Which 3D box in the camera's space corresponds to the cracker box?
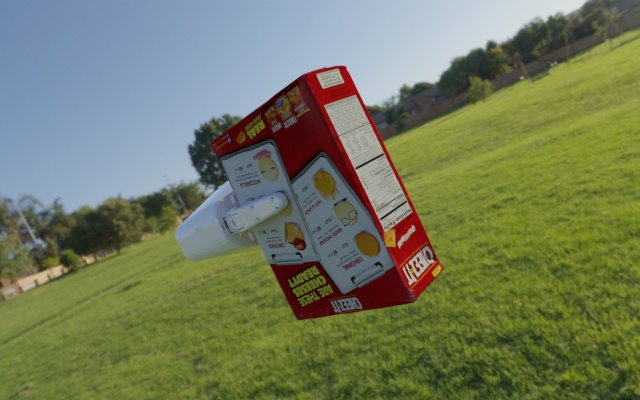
[{"bbox_3d":[0.000,0.001,0.472,0.164,0.214,0.072,-23,5,46],"label":"cracker box"}]
